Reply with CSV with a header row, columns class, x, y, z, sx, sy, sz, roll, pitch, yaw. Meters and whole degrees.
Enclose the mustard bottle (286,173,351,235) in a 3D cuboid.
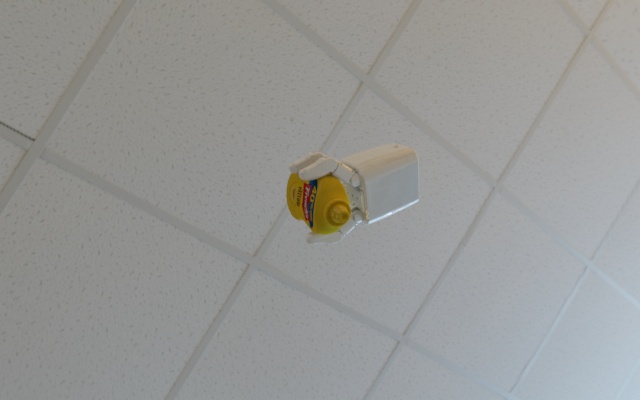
class,x,y,z,sx,sy,sz,roll,pitch,yaw
mustard bottle,0.000,0.002,0.762,0.058,0.096,0.191,4,12,-23
